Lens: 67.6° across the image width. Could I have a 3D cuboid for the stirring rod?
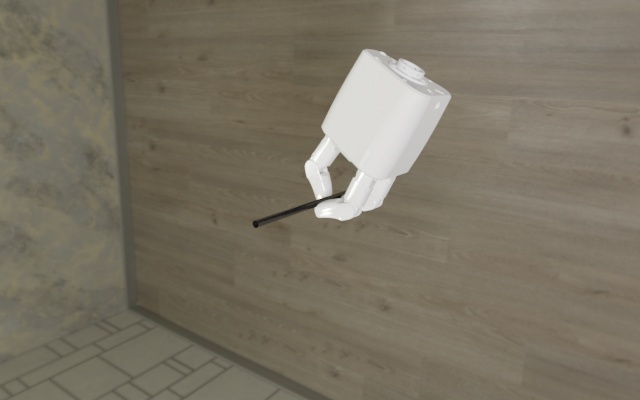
[{"bbox_3d":[0.000,0.002,0.591,0.011,0.011,0.239,0,11,35],"label":"stirring rod"}]
